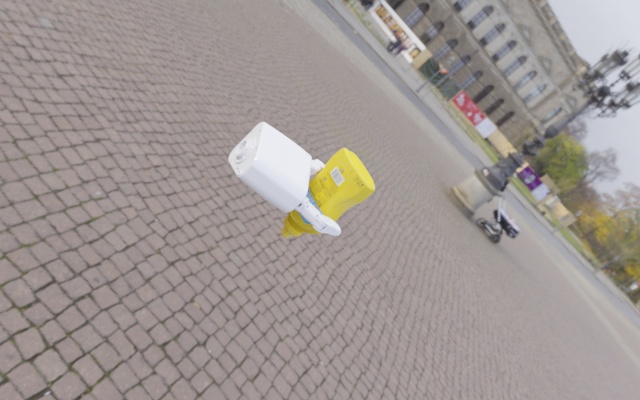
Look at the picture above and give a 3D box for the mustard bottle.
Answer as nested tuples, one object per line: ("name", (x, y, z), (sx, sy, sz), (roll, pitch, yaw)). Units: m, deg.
("mustard bottle", (0.001, 0.003, 0.840), (0.192, 0.096, 0.058), (-41, -34, 20))
